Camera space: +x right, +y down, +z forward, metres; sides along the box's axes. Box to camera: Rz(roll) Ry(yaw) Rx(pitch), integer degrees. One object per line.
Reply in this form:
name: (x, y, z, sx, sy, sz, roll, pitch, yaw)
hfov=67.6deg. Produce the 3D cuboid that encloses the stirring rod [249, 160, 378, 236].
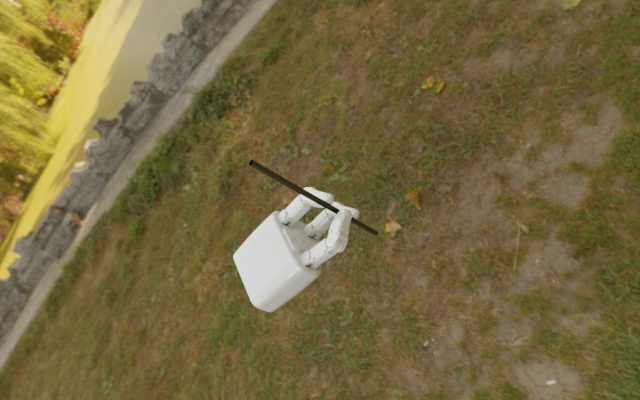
stirring rod: (0.000, 0.002, 0.647, 0.239, 0.011, 0.011, 30, -19, -37)
